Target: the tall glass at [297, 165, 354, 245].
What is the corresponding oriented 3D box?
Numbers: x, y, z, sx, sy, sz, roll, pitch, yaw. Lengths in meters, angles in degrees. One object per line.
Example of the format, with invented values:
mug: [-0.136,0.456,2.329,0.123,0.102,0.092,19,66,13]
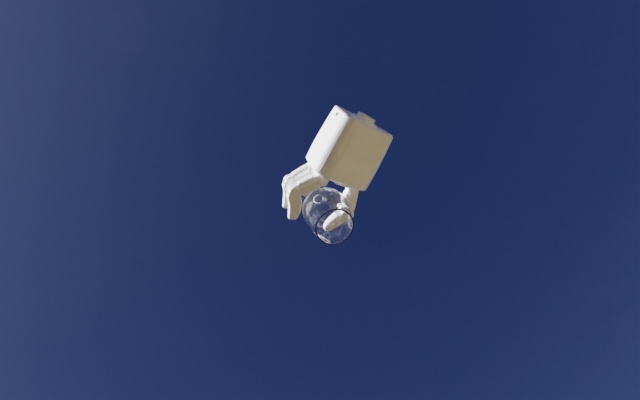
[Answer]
tall glass: [0.000,0.003,0.824,0.079,0.079,0.201,0,23,-14]
